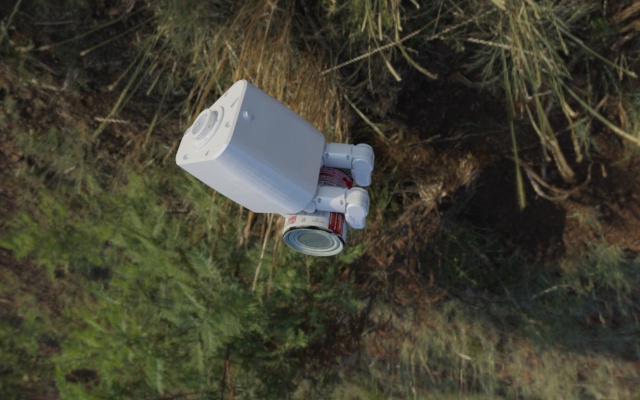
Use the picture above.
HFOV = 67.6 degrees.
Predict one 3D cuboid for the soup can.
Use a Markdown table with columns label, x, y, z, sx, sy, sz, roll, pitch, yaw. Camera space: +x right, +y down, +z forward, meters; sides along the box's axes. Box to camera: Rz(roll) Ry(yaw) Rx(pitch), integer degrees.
| label | x | y | z | sx | sy | sz | roll | pitch | yaw |
| --- | --- | --- | --- | --- | --- | --- | --- | --- | --- |
| soup can | 0.000 | 0.002 | 0.528 | 0.068 | 0.102 | 0.068 | 7 | -30 | 4 |
